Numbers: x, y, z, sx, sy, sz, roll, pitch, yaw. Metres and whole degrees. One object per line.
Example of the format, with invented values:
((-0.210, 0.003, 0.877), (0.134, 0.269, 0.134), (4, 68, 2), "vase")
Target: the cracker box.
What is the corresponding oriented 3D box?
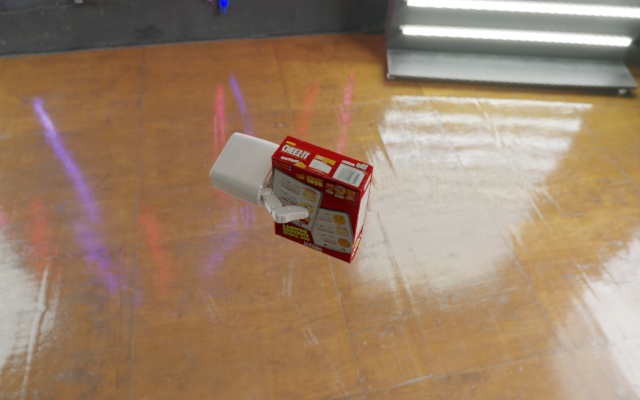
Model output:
((0.000, 0.003, 0.859), (0.164, 0.072, 0.214), (21, -38, 14), "cracker box")
